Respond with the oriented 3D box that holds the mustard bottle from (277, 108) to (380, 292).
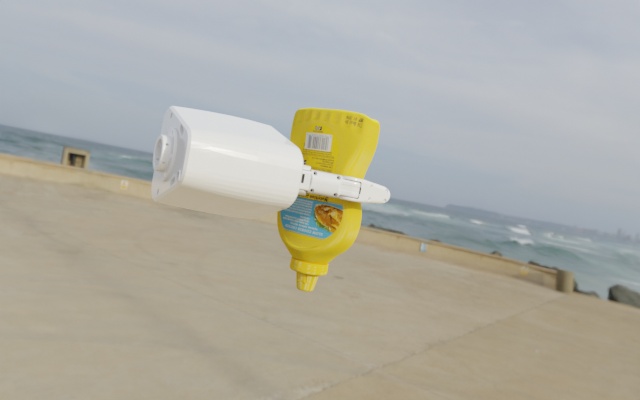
[{"bbox_3d":[0.000,0.001,0.509,0.096,0.191,0.058,12,2,33],"label":"mustard bottle"}]
